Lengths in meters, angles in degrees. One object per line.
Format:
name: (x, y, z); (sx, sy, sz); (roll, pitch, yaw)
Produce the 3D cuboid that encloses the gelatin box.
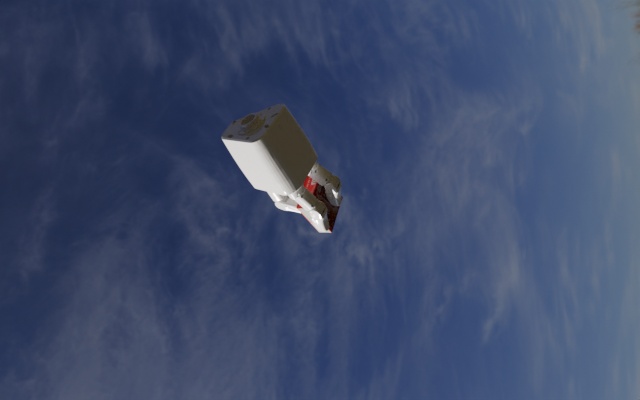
gelatin box: (0.000, 0.003, 0.812); (0.030, 0.073, 0.089); (0, -31, 31)
